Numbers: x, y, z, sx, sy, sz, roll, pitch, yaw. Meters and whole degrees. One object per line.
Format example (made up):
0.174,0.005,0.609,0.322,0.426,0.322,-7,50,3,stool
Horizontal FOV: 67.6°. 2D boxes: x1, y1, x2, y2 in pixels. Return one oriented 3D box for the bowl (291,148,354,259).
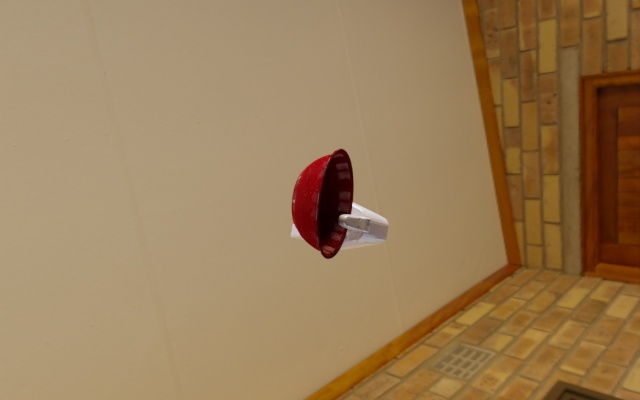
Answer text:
-0.001,0.002,0.702,0.055,0.162,0.162,7,2,19,bowl
